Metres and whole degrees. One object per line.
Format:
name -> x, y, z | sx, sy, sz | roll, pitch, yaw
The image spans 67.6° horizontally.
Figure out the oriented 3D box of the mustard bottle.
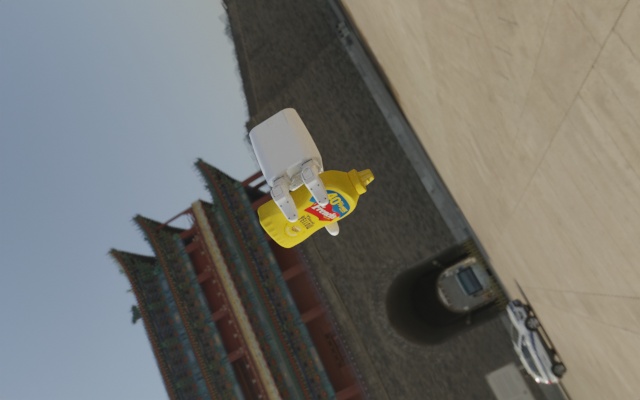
mustard bottle -> 0.000, 0.003, 0.783 | 0.191, 0.058, 0.096 | -30, -46, 11
